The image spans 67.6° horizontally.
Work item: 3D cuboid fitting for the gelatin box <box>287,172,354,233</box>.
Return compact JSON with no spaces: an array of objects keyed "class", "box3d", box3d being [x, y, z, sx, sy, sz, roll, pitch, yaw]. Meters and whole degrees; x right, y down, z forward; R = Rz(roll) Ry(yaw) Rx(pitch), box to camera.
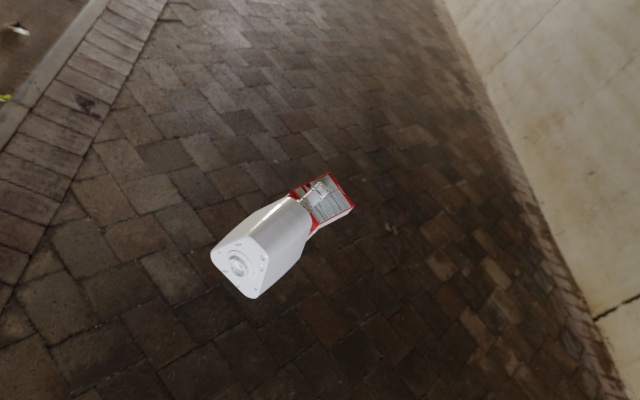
[{"class":"gelatin box","box3d":[0.001,0.002,0.781,0.089,0.073,0.030,-27,-15,-38]}]
